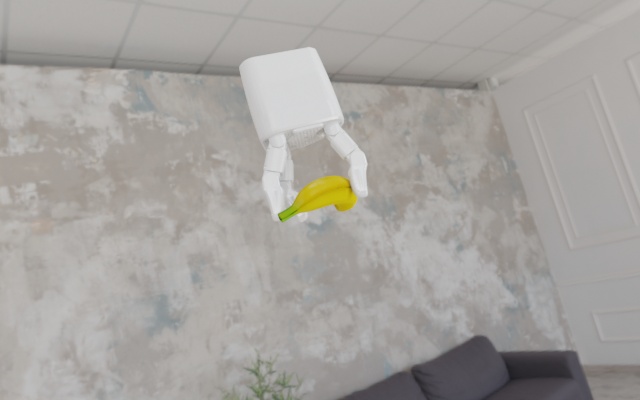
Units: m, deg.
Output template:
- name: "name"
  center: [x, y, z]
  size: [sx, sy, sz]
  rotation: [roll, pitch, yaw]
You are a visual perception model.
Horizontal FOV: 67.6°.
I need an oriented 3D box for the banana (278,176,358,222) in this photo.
- name: "banana"
  center: [0.014, -0.006, 0.630]
  size: [0.069, 0.037, 0.198]
  rotation: [-28, -10, 23]
